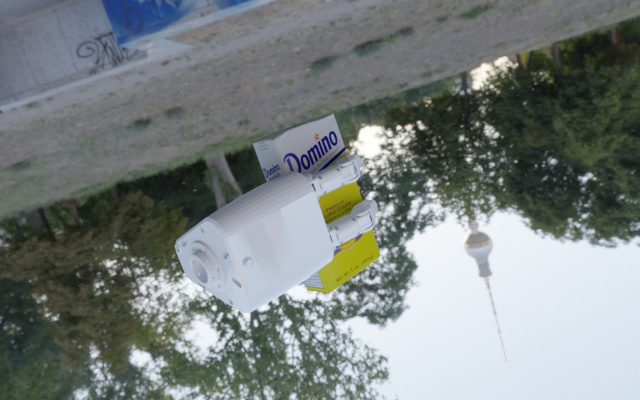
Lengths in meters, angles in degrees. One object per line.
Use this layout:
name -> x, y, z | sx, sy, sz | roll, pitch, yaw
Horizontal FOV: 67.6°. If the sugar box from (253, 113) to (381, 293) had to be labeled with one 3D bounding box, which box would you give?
sugar box -> 0.000, 0.002, 0.527 | 0.093, 0.176, 0.048 | -29, 18, -38
